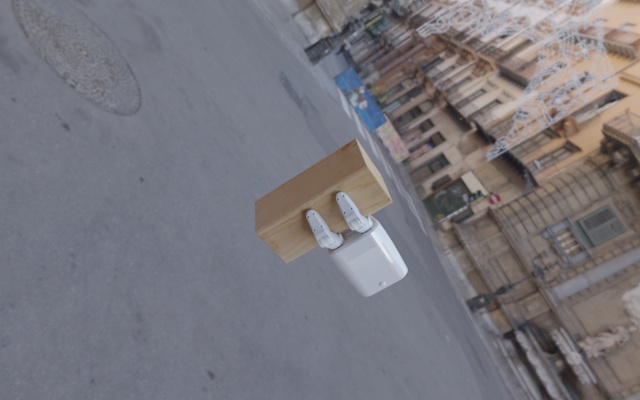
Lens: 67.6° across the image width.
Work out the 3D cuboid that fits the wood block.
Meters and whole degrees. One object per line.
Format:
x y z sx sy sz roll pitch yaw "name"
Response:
0.000 0.003 0.789 0.206 0.090 0.090 -31 32 13 "wood block"
